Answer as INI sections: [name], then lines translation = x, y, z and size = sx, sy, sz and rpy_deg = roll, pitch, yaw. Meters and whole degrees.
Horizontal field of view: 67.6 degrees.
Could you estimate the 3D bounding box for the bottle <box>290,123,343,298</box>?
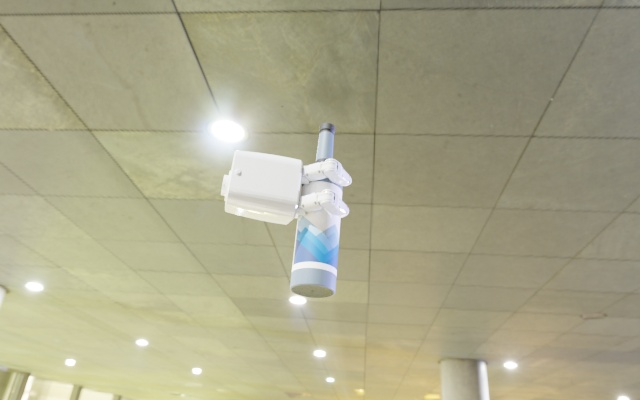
[bottle]
translation = 0.000, 0.003, 0.761
size = 0.069, 0.295, 0.069
rpy_deg = 4, -28, 2
